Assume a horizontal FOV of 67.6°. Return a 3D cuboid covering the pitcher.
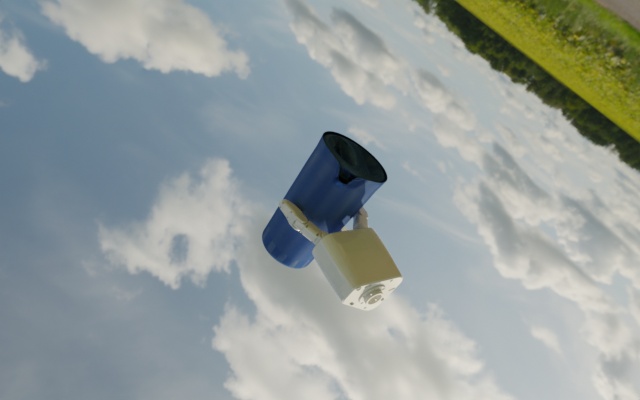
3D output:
[{"bbox_3d":[0.000,0.003,0.864,0.149,0.243,0.145,9,38,-45],"label":"pitcher"}]
